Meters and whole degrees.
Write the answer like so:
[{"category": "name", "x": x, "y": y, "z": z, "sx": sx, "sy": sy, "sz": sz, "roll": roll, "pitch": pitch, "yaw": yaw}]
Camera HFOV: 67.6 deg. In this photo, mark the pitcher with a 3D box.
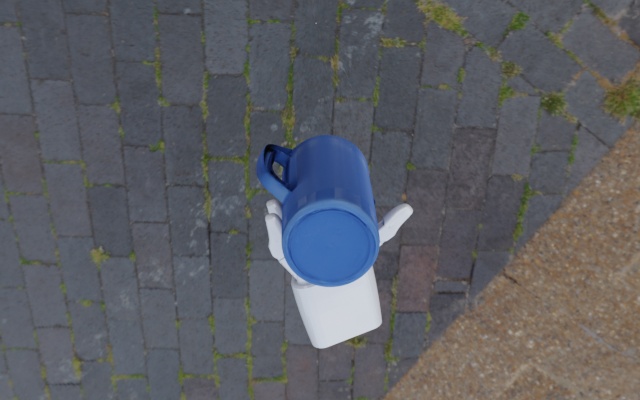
[{"category": "pitcher", "x": 0.000, "y": 0.002, "z": 0.621, "sx": 0.149, "sy": 0.145, "sz": 0.242, "roll": -13, "pitch": 21, "yaw": 4}]
